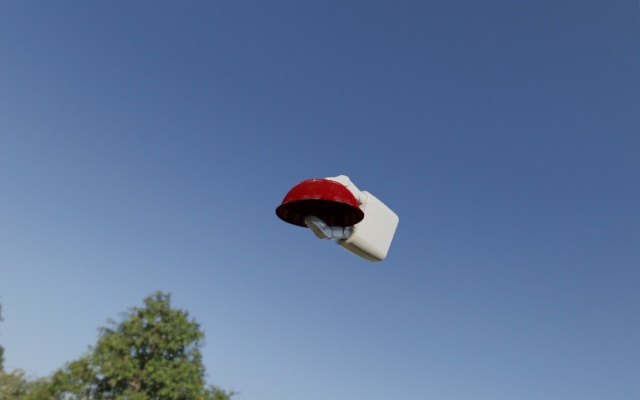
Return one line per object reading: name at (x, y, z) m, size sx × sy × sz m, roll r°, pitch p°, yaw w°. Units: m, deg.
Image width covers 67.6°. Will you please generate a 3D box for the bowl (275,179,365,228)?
bowl at (-0.001, 0.002, 0.870) m, size 0.162 × 0.055 × 0.162 m, roll 2°, pitch -21°, yaw 1°
